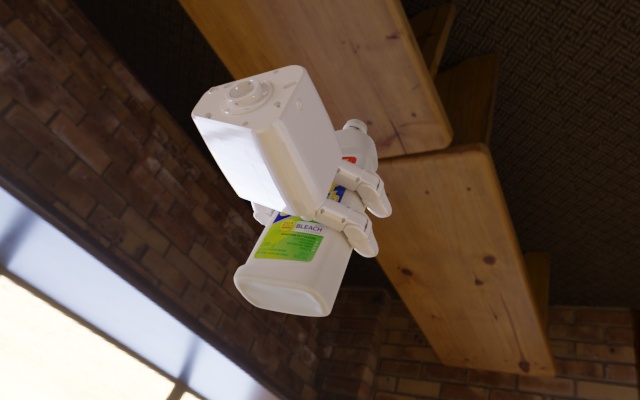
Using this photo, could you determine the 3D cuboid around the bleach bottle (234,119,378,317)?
[{"bbox_3d":[0.000,0.002,0.537,0.102,0.250,0.068,3,-40,24],"label":"bleach bottle"}]
